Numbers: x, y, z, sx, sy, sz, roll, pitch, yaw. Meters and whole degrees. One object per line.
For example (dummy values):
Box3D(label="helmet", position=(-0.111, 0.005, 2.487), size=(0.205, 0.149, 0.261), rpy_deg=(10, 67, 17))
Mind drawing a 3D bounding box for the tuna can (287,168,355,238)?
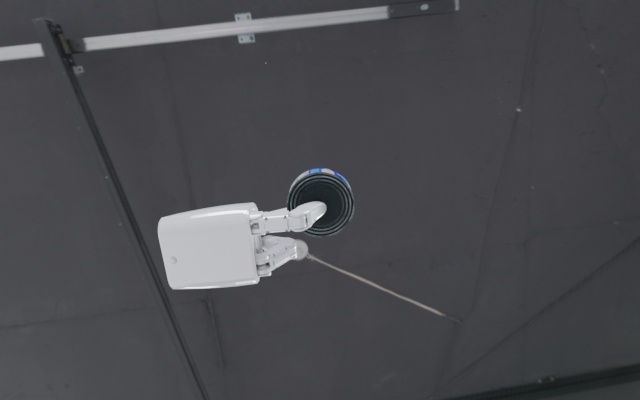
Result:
Box3D(label="tuna can", position=(0.000, 0.002, 0.615), size=(0.086, 0.086, 0.033), rpy_deg=(0, 17, -1))
